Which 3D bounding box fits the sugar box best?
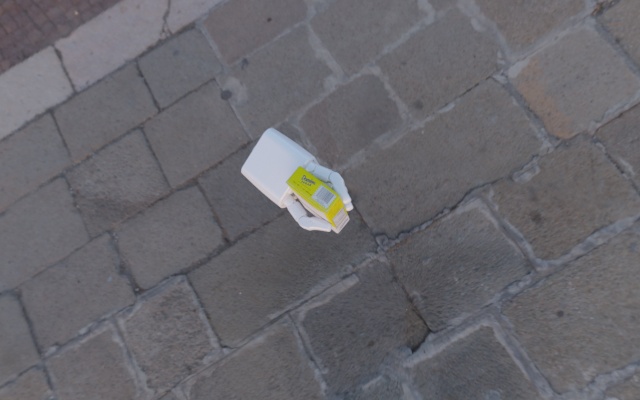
[{"bbox_3d":[0.000,0.002,0.885,0.093,0.048,0.176,38,-4,15],"label":"sugar box"}]
